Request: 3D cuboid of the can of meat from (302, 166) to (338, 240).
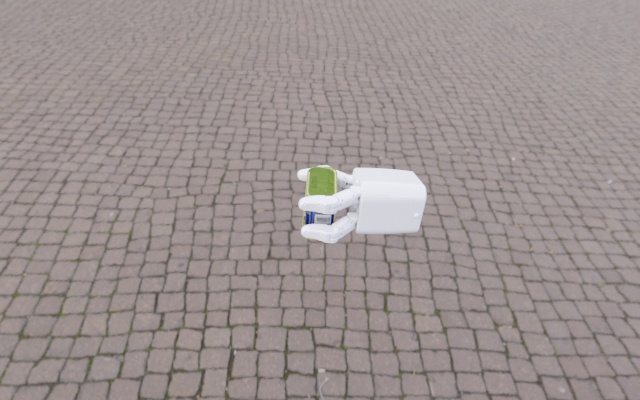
[{"bbox_3d":[0.000,0.002,0.805,0.057,0.084,0.102,4,37,-1],"label":"can of meat"}]
